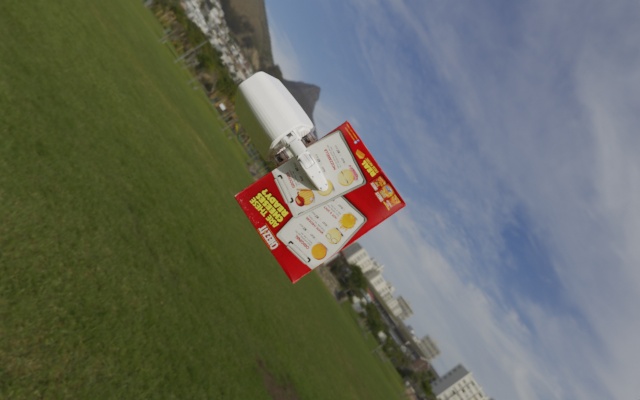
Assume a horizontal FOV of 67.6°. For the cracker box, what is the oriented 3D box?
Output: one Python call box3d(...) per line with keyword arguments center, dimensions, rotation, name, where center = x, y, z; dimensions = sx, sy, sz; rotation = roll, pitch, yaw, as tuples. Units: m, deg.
box3d(center=(0.000, 0.002, 0.760), dimensions=(0.213, 0.164, 0.072), rotation=(-34, -5, -3), name="cracker box")
